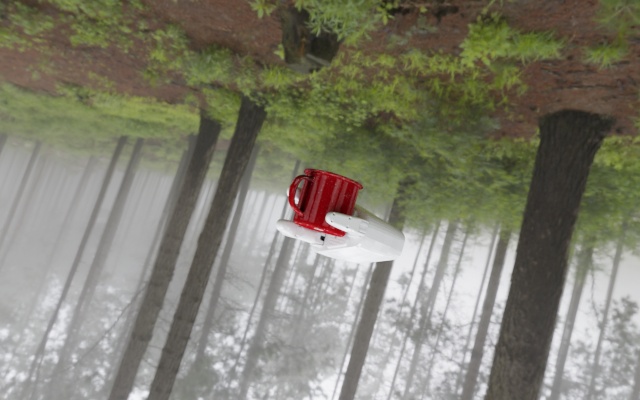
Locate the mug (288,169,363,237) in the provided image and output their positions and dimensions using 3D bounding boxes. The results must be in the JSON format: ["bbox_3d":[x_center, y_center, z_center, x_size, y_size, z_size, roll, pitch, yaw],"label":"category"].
[{"bbox_3d":[-0.001,0.002,0.702,0.093,0.081,0.117,10,-10,46],"label":"mug"}]
